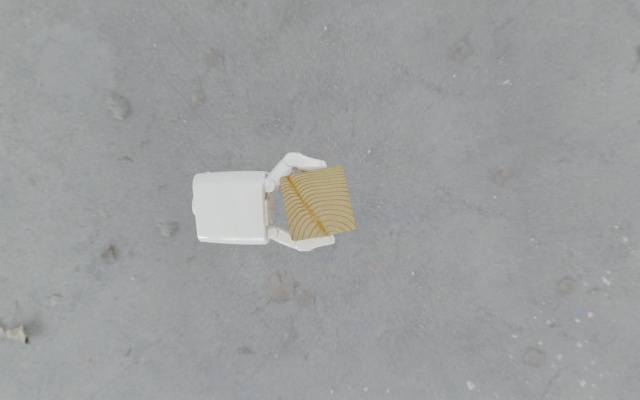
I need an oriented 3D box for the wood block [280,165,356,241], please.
[{"bbox_3d":[0.000,0.003,0.736,0.090,0.091,0.206,-11,1,2],"label":"wood block"}]
